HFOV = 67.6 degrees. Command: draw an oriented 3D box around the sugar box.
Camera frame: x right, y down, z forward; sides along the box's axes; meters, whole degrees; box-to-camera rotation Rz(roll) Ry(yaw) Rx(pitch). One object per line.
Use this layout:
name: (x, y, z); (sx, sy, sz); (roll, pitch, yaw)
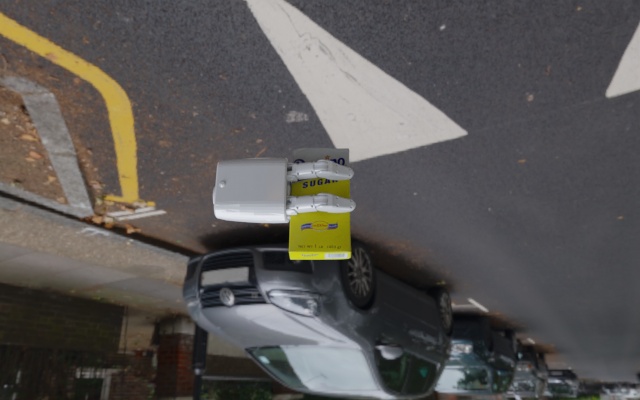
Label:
sugar box: (0.000, 0.002, 0.742); (0.093, 0.176, 0.048); (0, -22, -1)
